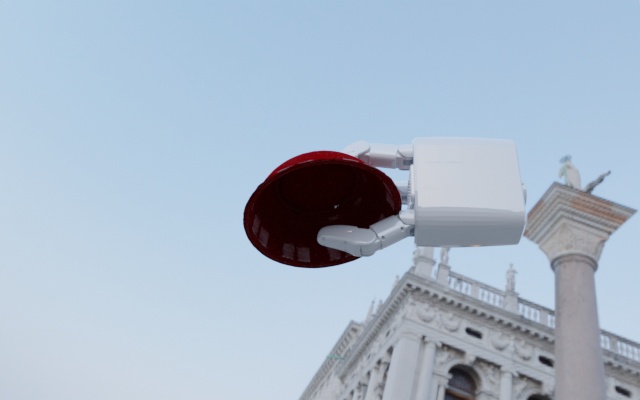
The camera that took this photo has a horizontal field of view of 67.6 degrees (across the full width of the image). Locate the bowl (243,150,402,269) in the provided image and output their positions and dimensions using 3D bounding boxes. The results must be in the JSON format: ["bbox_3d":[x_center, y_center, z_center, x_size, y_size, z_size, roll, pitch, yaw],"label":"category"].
[{"bbox_3d":[-0.001,0.001,0.500,0.162,0.055,0.162,-5,-44,-5],"label":"bowl"}]
